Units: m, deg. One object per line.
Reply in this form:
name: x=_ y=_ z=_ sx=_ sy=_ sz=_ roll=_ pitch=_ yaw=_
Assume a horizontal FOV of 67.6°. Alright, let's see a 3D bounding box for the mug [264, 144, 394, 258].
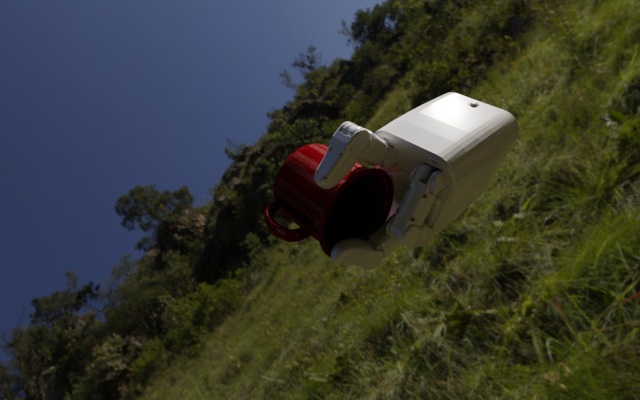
mug: x=-0.001 y=0.002 z=0.453 sx=0.117 sy=0.093 sz=0.081 roll=-31 pitch=45 yaw=-28
